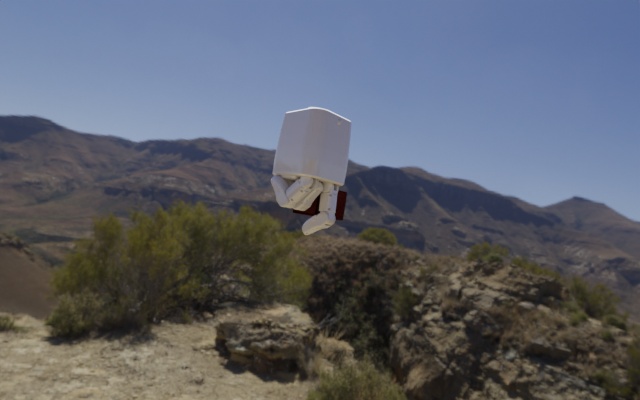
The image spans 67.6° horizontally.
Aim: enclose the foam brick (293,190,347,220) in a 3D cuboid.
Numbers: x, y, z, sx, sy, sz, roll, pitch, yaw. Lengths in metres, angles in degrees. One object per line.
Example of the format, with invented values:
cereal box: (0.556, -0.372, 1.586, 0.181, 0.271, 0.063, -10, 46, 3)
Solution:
foam brick: (0.000, 0.003, 0.805, 0.053, 0.051, 0.078, 6, -4, 38)
